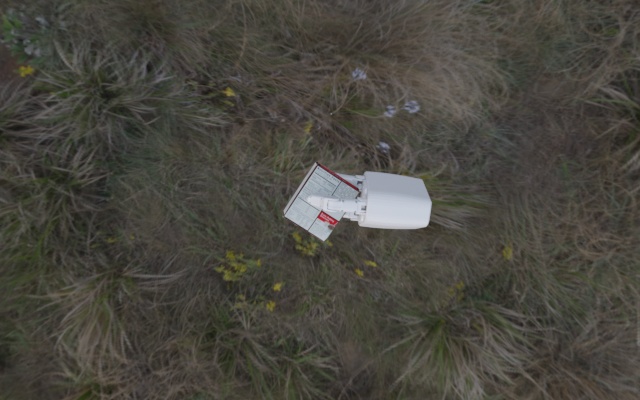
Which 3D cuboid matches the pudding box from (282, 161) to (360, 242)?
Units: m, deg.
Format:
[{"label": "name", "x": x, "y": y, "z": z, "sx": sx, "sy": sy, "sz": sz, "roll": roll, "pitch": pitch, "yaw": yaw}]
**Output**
[{"label": "pudding box", "x": 0.000, "y": 0.003, "z": 0.827, "sx": 0.090, "sy": 0.113, "sz": 0.039, "roll": 33, "pitch": 7, "yaw": -9}]
